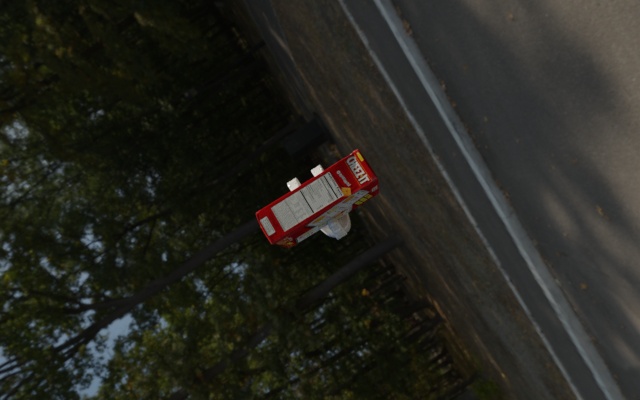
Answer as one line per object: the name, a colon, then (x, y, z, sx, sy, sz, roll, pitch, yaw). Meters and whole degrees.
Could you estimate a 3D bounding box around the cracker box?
cracker box: (0.000, 0.003, 0.882, 0.214, 0.072, 0.164, -32, -11, 2)
